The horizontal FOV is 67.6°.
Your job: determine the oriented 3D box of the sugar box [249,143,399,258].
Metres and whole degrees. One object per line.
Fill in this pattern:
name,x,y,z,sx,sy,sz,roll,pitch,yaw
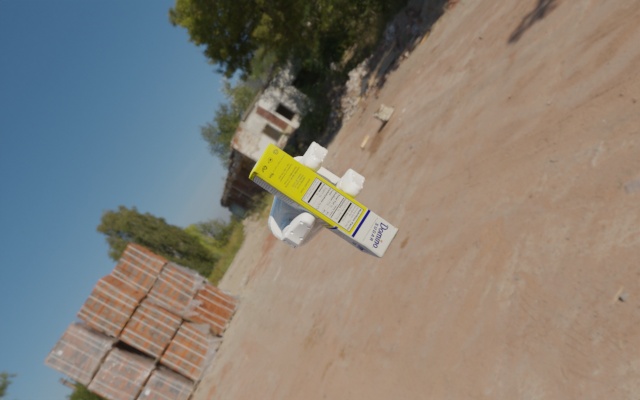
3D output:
sugar box,0.000,0.001,0.569,0.176,0.048,0.093,31,-6,-8
